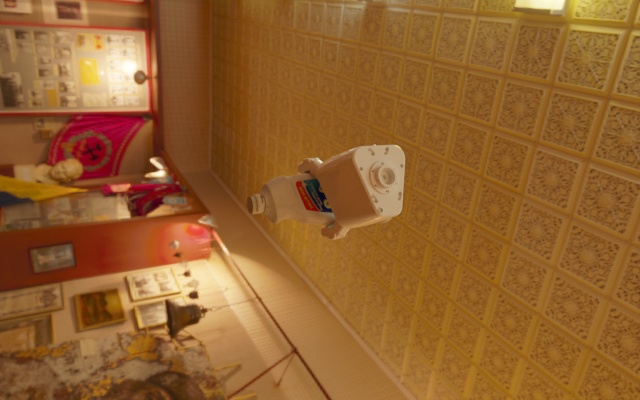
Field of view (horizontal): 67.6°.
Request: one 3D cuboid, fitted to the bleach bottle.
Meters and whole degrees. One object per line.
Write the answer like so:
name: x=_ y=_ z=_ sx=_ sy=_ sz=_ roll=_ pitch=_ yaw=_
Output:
bleach bottle: x=0.000 y=0.003 z=0.808 sx=0.251 sy=0.102 sz=0.068 roll=-7 pitch=-6 yaw=-29
